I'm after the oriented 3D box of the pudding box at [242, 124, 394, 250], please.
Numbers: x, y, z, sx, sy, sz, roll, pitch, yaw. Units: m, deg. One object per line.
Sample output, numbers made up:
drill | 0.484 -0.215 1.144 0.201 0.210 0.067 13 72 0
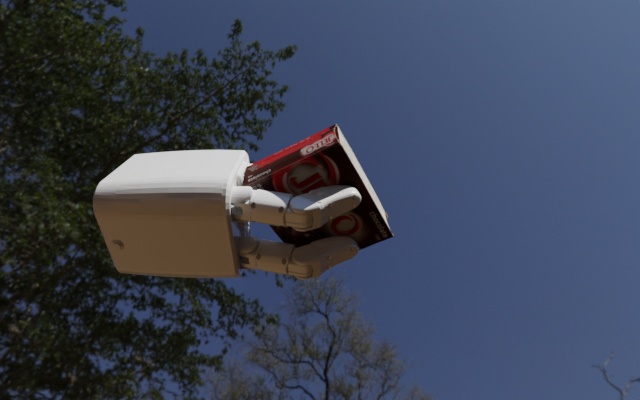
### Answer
pudding box | 0.000 0.001 0.417 0.090 0.113 0.039 -24 36 16
